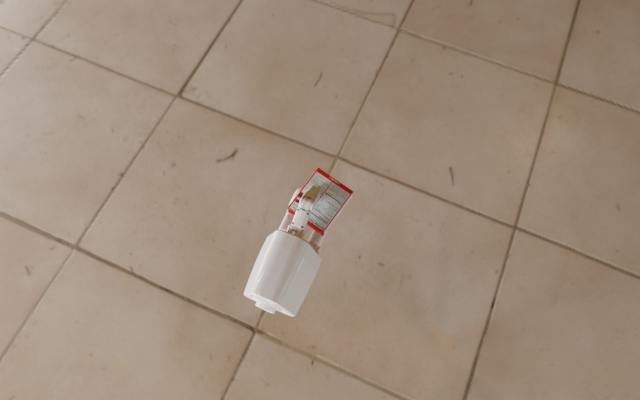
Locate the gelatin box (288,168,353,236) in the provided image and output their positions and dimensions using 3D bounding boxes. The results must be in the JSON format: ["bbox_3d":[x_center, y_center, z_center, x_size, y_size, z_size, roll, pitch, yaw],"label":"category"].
[{"bbox_3d":[0.000,0.002,0.787,0.073,0.089,0.030,34,-12,10],"label":"gelatin box"}]
